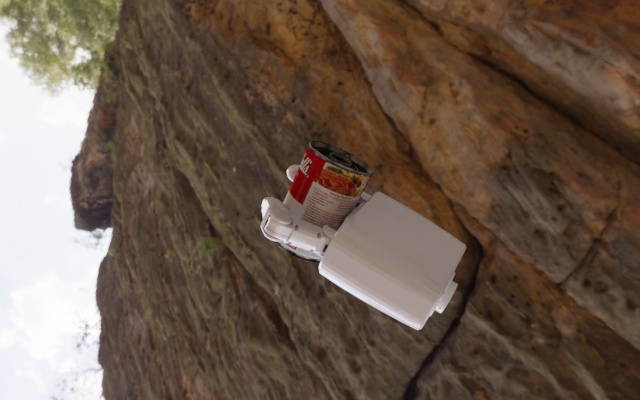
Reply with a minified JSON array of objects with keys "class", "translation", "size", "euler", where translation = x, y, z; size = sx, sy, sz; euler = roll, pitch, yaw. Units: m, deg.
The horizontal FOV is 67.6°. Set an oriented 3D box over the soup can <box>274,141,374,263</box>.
[{"class":"soup can","translation":[-0.001,0.002,0.472],"size":[0.068,0.102,0.068],"euler":[23,18,-8]}]
